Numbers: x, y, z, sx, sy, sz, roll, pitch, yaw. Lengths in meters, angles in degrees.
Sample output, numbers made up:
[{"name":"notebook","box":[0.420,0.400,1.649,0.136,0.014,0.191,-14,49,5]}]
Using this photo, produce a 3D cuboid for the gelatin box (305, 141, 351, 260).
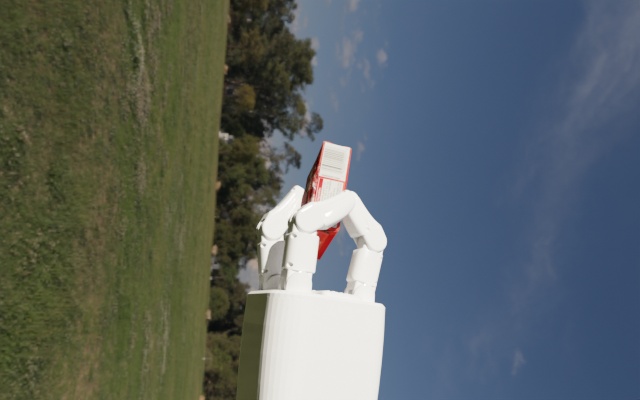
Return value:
[{"name":"gelatin box","box":[0.001,0.001,0.447,0.030,0.089,0.073,14,-27,-8]}]
